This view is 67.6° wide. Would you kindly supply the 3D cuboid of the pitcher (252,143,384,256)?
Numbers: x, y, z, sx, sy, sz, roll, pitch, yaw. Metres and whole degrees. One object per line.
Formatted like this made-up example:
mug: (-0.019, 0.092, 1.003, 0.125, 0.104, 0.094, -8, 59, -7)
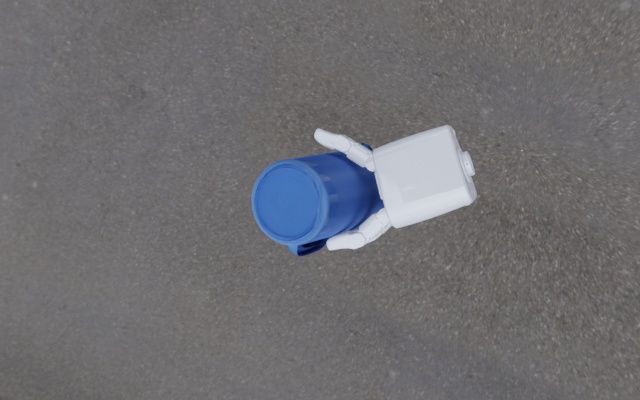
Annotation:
pitcher: (0.000, 0.002, 0.694, 0.145, 0.149, 0.243, -16, -1, 23)
